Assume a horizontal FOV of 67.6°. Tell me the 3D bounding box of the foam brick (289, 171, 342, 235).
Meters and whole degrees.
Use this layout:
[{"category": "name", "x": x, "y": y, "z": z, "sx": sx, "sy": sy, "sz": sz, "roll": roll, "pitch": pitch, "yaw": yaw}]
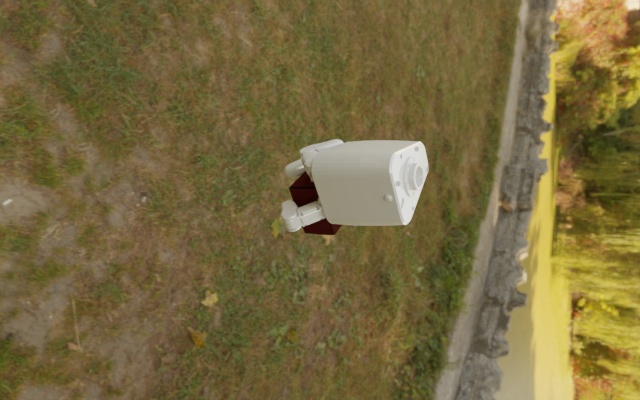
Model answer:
[{"category": "foam brick", "x": 0.000, "y": 0.002, "z": 0.660, "sx": 0.051, "sy": 0.078, "sz": 0.053, "roll": 2, "pitch": 34, "yaw": 33}]
